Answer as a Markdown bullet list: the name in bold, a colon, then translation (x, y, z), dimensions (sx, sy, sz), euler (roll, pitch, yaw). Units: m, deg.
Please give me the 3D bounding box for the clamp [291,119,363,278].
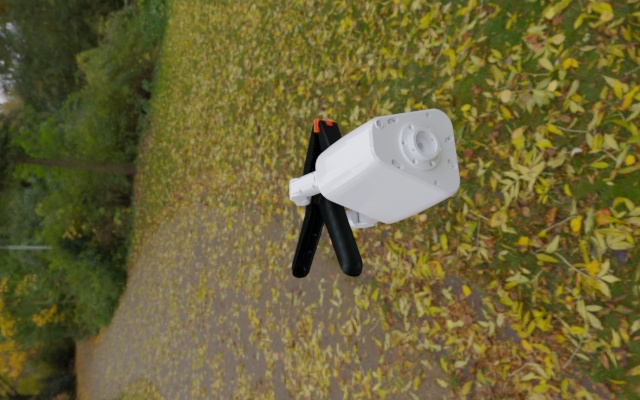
- **clamp**: translation (-0.001, 0.001, 0.610), dimensions (0.036, 0.210, 0.164), euler (6, -18, -26)
